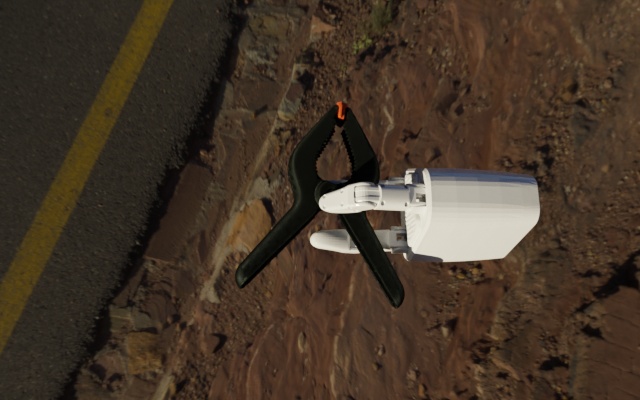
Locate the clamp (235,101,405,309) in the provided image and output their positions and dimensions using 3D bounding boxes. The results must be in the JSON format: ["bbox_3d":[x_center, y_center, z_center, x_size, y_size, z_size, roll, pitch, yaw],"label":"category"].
[{"bbox_3d":[0.000,0.001,0.482,0.164,0.210,0.036,1,-14,-5],"label":"clamp"}]
